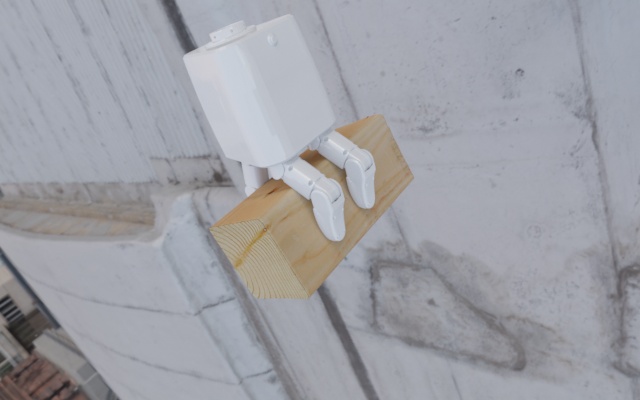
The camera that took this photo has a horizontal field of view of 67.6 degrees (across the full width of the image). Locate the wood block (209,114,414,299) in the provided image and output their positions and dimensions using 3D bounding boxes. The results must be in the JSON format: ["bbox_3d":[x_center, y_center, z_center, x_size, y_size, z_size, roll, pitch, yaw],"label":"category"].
[{"bbox_3d":[0.000,0.001,0.504,0.091,0.090,0.206,-12,24,48],"label":"wood block"}]
